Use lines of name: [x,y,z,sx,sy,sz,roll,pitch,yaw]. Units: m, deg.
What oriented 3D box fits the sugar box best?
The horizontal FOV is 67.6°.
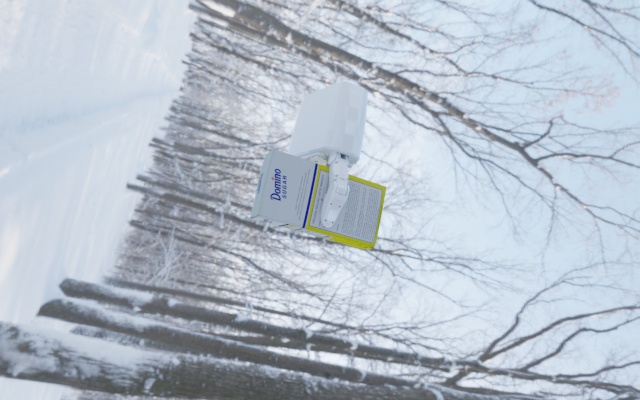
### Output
sugar box: [0.000,0.002,0.652,0.176,0.093,0.048,17,-14,-20]
